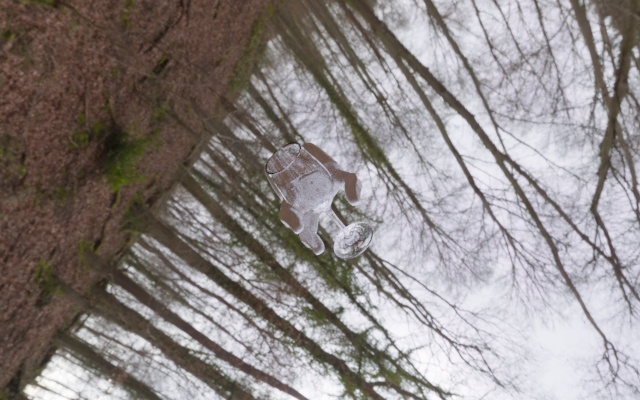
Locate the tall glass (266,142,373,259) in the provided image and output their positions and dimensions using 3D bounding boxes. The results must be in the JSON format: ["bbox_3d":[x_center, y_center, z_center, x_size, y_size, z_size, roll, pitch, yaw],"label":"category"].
[{"bbox_3d":[0.001,0.003,0.731,0.079,0.079,0.201,0,-39,44],"label":"tall glass"}]
